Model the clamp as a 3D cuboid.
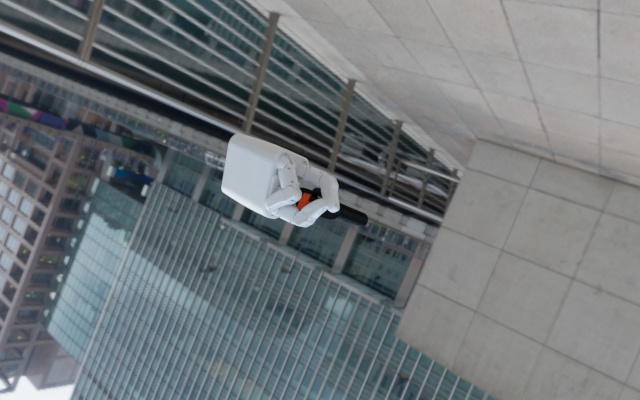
[{"bbox_3d":[0.000,0.003,0.812,0.120,0.039,0.171,25,3,32],"label":"clamp"}]
